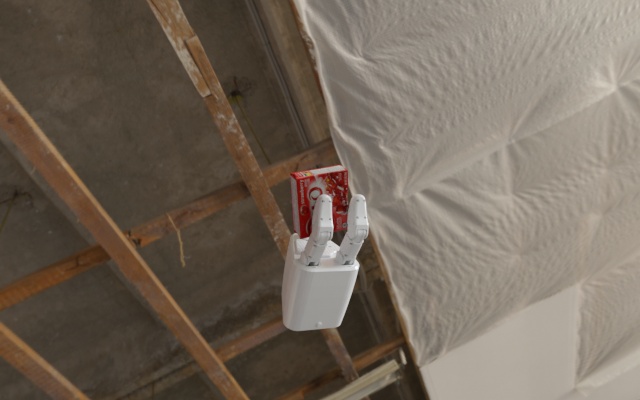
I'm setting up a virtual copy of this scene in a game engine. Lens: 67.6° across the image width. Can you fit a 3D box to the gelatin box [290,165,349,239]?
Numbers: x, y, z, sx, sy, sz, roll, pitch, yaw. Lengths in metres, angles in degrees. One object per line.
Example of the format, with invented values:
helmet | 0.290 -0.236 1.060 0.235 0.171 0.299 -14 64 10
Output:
gelatin box | 0.000 0.002 0.642 0.073 0.089 0.030 -11 24 -19
